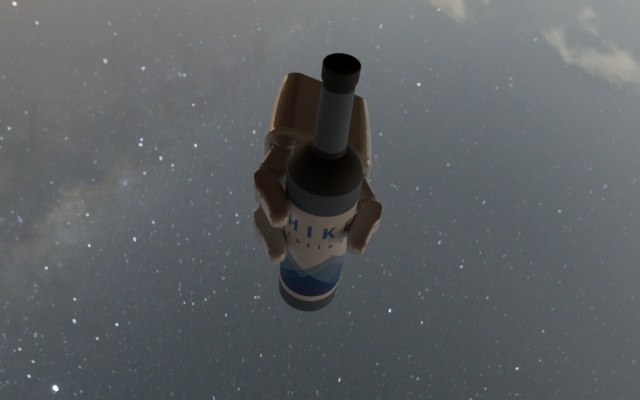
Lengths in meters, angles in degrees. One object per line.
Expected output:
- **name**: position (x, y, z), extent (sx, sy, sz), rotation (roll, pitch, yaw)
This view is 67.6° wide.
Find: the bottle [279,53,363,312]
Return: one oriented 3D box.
- **bottle**: position (0.000, 0.002, 0.442), extent (0.069, 0.069, 0.296), rotation (0, -41, -8)
